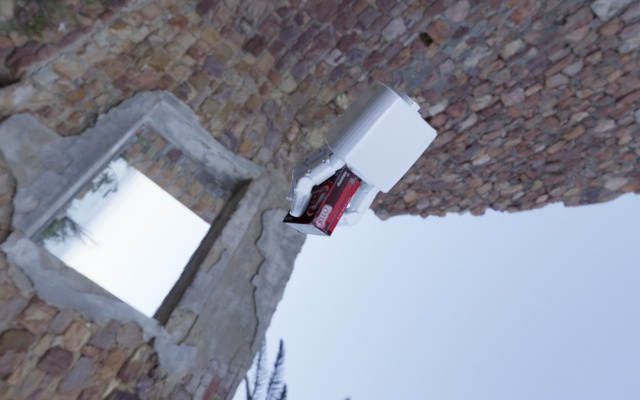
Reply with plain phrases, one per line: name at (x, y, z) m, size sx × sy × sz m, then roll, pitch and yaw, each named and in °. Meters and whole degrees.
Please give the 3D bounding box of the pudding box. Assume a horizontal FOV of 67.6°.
pudding box at (0.000, 0.002, 0.658) m, size 0.039 × 0.090 × 0.113 m, roll 36°, pitch -15°, yaw -16°
